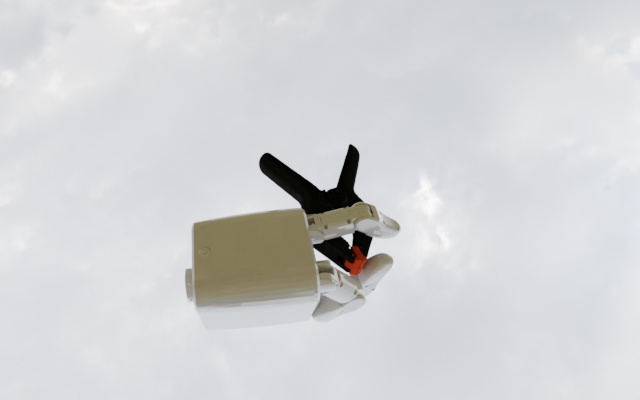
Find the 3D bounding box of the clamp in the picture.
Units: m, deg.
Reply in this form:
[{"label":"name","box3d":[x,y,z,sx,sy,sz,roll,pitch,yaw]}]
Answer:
[{"label":"clamp","box3d":[0.000,0.002,0.511,0.120,0.171,0.039,-5,-42,-10]}]
